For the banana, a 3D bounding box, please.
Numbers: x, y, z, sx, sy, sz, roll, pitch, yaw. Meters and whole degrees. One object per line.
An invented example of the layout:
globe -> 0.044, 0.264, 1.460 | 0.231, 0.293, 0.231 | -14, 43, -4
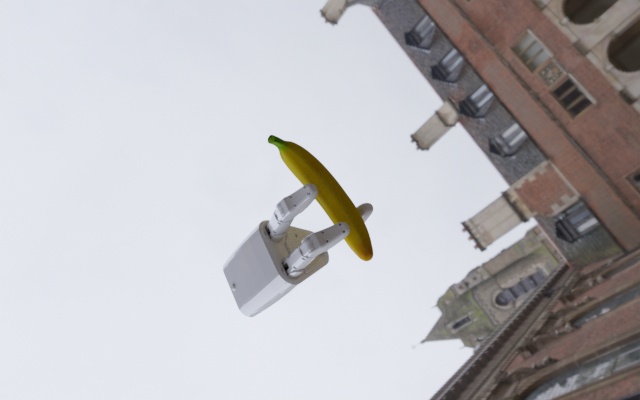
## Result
banana -> 0.005, -0.006, 0.618 | 0.037, 0.198, 0.069 | -41, -1, 29
